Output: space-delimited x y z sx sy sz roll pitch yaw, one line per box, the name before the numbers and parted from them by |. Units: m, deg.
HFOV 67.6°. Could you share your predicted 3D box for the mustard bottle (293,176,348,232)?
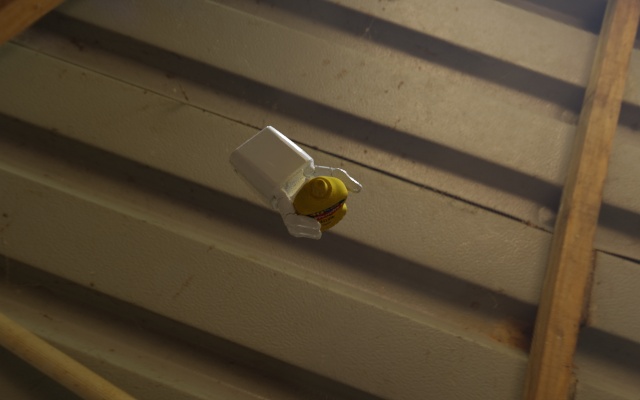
mustard bottle | 0.000 0.003 0.833 0.096 0.058 0.192 -22 -17 -6
